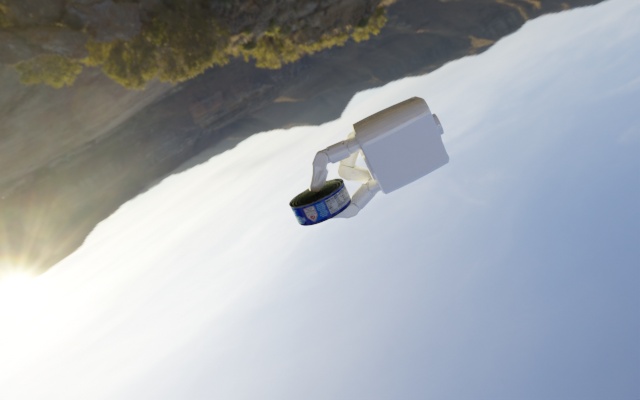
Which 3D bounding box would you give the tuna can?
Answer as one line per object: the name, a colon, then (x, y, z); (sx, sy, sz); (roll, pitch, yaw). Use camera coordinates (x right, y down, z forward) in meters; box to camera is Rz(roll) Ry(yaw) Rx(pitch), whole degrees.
tuna can: (0.000, 0.003, 0.687); (0.086, 0.034, 0.086); (-23, 15, 7)
